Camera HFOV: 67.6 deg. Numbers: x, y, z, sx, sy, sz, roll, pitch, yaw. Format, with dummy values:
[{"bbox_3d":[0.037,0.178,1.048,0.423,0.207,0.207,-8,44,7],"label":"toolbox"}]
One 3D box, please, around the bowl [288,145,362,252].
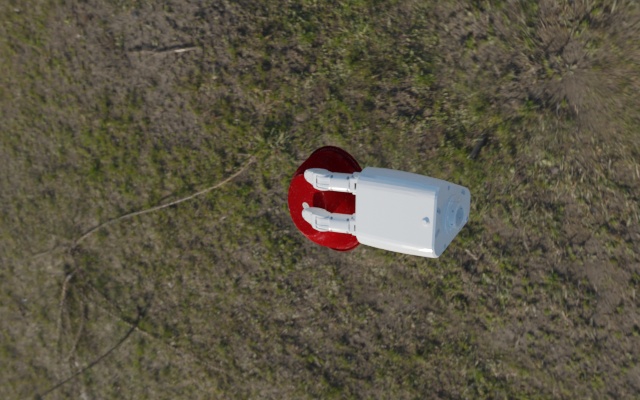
[{"bbox_3d":[-0.001,0.002,0.702,0.055,0.162,0.162,-13,8,-38],"label":"bowl"}]
